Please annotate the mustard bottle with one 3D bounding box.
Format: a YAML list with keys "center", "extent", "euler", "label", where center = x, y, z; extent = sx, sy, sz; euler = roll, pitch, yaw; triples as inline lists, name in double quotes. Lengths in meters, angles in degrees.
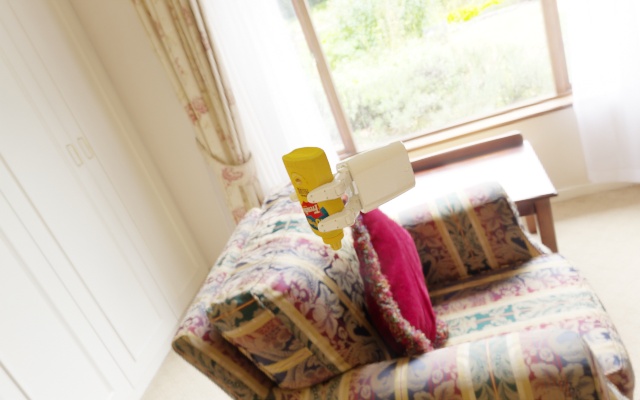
- center: [0.000, 0.003, 0.829]
  extent: [0.058, 0.192, 0.096]
  euler: [-34, 25, -30]
  label: "mustard bottle"
